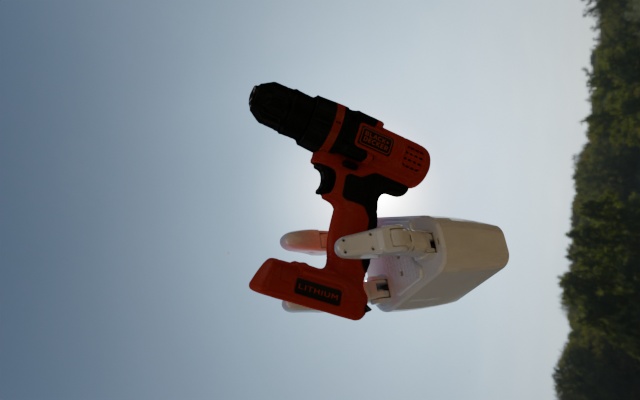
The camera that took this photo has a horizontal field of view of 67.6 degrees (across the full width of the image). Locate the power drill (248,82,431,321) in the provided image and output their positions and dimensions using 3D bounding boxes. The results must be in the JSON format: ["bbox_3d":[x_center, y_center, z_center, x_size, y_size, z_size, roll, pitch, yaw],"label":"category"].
[{"bbox_3d":[0.000,0.002,0.434,0.184,0.187,0.057,21,-10,-14],"label":"power drill"}]
